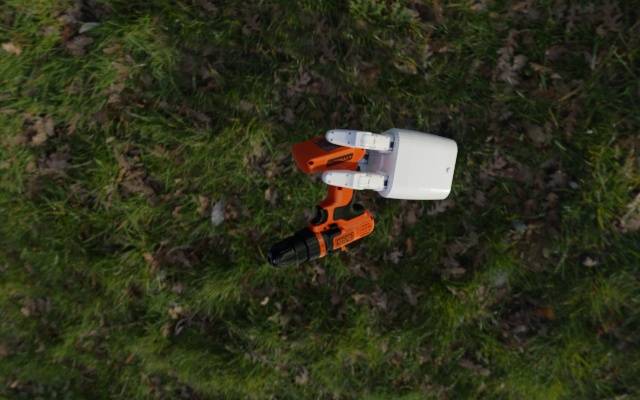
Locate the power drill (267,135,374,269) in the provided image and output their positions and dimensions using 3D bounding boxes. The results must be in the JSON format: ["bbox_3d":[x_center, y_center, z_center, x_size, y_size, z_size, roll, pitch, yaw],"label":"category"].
[{"bbox_3d":[0.000,0.002,0.703,0.184,0.188,0.057,-22,40,-27],"label":"power drill"}]
